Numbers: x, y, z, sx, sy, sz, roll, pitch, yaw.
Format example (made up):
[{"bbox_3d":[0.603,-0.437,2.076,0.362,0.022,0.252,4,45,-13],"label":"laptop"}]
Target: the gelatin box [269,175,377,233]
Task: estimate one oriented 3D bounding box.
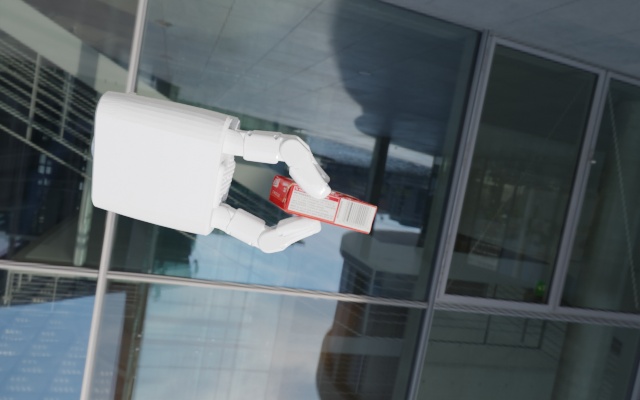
[{"bbox_3d":[0.000,0.002,0.467,0.089,0.030,0.073,16,4,-18],"label":"gelatin box"}]
